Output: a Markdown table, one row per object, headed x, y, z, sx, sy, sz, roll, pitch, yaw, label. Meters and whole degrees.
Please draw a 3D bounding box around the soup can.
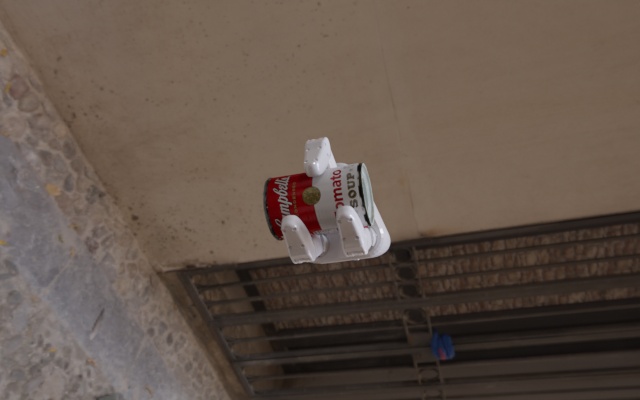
| x | y | z | sx | sy | sz | roll | pitch | yaw | label |
| --- | --- | --- | --- | --- | --- | --- | --- | --- | --- |
| 0.000 | 0.001 | 0.496 | 0.102 | 0.068 | 0.068 | -9 | -2 | 14 | soup can |
